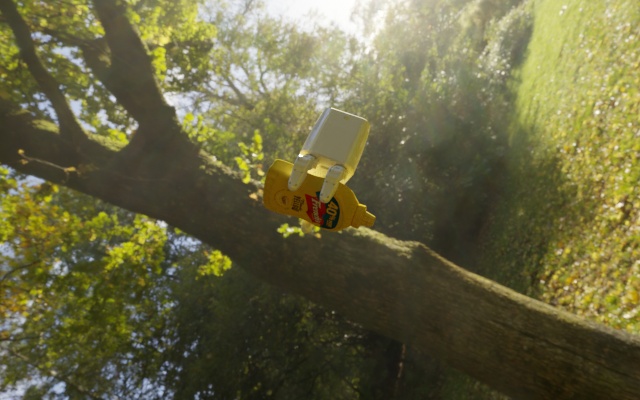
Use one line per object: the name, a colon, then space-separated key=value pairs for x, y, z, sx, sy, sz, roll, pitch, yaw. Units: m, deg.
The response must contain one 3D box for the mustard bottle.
mustard bottle: x=0.000 y=0.003 z=0.806 sx=0.191 sy=0.096 sz=0.058 roll=20 pitch=41 yaw=9
